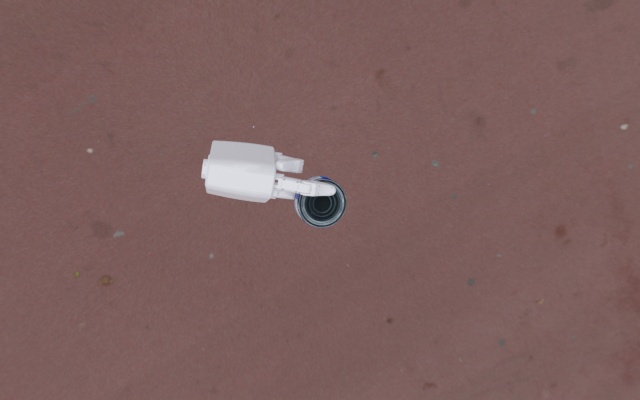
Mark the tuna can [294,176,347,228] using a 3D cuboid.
[{"bbox_3d":[0.000,0.003,0.805,0.086,0.086,0.033,0,10,-14],"label":"tuna can"}]
